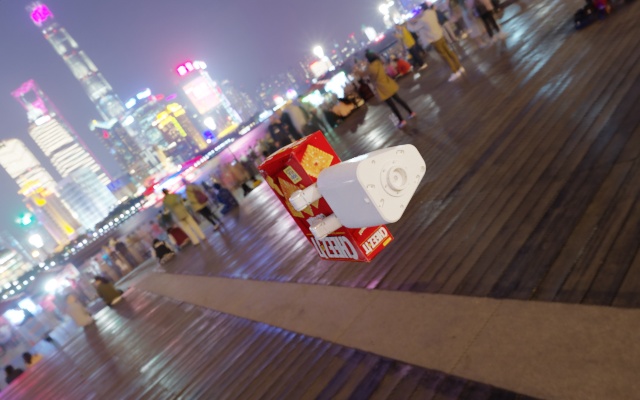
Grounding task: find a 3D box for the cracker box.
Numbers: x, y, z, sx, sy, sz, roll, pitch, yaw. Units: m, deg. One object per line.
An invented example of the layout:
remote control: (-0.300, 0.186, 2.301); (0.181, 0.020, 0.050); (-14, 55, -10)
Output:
cracker box: (0.000, 0.002, 0.802); (0.072, 0.214, 0.164); (-40, 14, -24)
